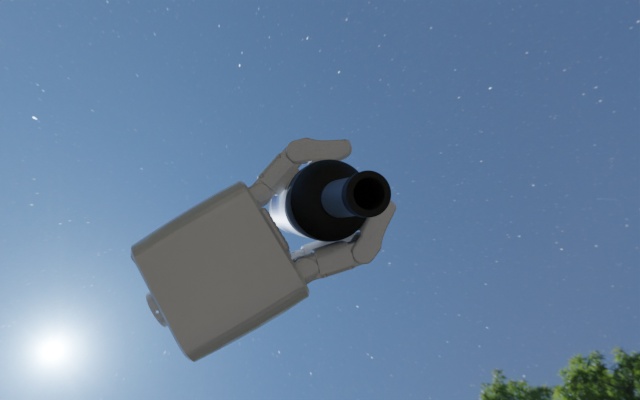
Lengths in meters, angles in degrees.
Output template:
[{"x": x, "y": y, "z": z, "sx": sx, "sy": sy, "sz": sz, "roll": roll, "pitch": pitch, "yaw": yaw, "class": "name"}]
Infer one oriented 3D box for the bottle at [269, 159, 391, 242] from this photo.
[{"x": 0.000, "y": 0.001, "z": 0.420, "sx": 0.069, "sy": 0.069, "sz": 0.296, "roll": 0, "pitch": -2, "yaw": -11, "class": "bottle"}]
